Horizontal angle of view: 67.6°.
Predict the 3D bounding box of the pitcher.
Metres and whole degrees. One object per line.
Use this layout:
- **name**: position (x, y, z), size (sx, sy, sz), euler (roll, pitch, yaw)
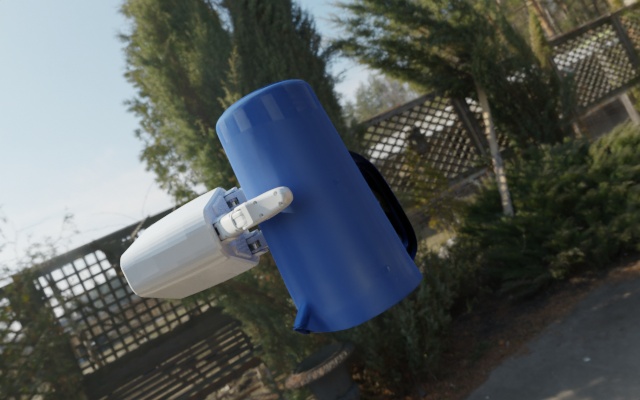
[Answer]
- **pitcher**: position (0.000, 0.002, 0.500), size (0.145, 0.243, 0.149), euler (-27, 0, 9)
